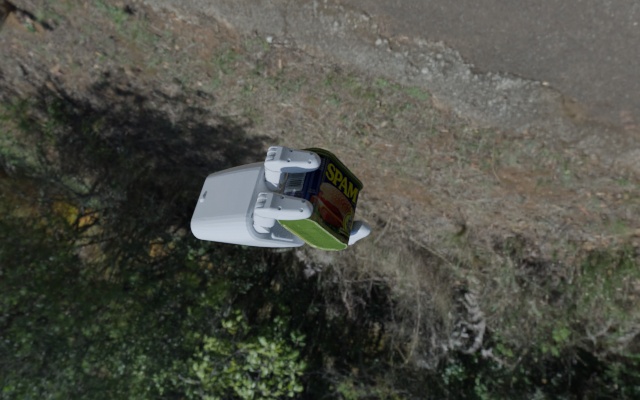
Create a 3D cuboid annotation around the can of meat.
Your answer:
[{"bbox_3d":[0.000,0.002,0.549,0.057,0.084,0.102,-3,-28,35],"label":"can of meat"}]
